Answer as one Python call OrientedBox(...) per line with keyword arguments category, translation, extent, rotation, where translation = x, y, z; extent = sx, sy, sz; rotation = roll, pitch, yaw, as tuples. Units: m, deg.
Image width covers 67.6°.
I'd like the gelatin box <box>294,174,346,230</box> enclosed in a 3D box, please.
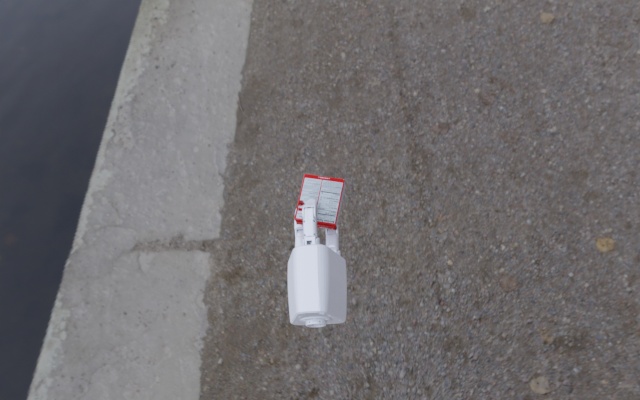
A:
OrientedBox(category="gelatin box", translation=(0.000, 0.002, 0.828), extent=(0.073, 0.089, 0.030), rotation=(8, -19, 11))
